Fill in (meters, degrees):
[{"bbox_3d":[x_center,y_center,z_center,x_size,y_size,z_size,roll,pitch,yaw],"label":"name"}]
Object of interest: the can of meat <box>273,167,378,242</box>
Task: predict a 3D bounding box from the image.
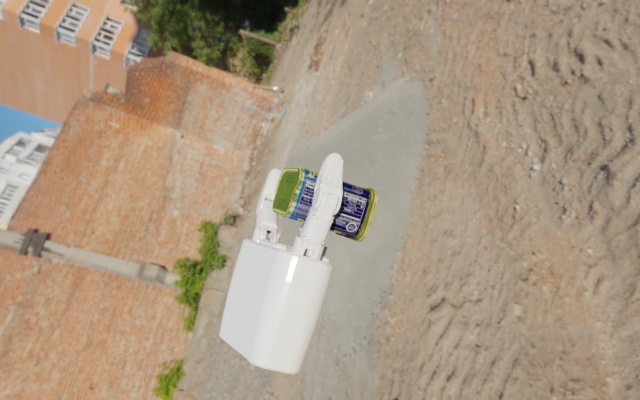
[{"bbox_3d":[0.000,0.001,0.505,0.084,0.057,0.102,17,-2,-16],"label":"can of meat"}]
